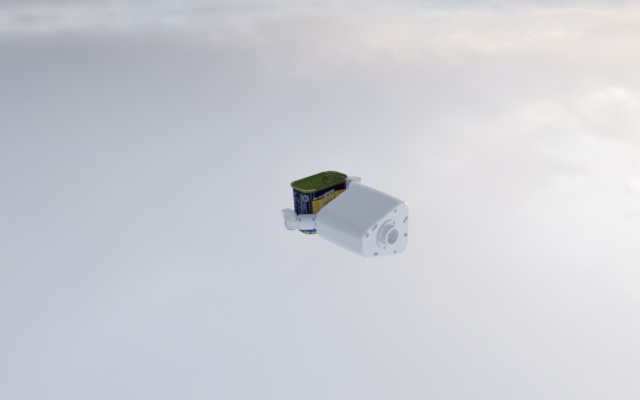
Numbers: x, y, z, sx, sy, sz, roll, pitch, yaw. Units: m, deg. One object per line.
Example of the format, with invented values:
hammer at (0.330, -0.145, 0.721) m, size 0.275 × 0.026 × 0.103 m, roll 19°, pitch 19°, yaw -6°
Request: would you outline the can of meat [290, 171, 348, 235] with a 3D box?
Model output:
can of meat at (0.000, 0.003, 0.831) m, size 0.102 × 0.084 × 0.057 m, roll -21°, pitch 28°, yaw -37°
